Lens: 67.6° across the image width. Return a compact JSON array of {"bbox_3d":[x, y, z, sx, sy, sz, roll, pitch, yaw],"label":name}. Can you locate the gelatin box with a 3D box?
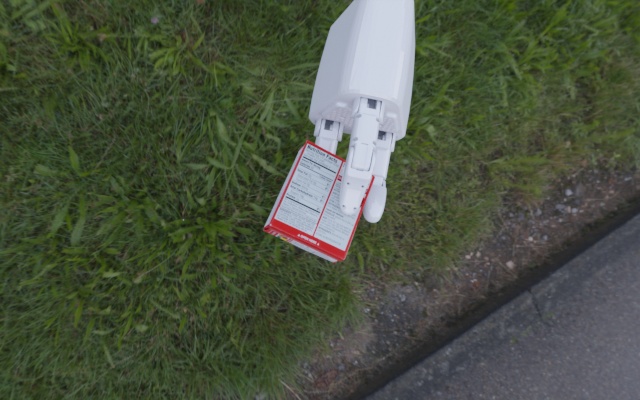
[{"bbox_3d":[0.000,0.002,0.432,0.073,0.089,0.030,26,-19,-11],"label":"gelatin box"}]
